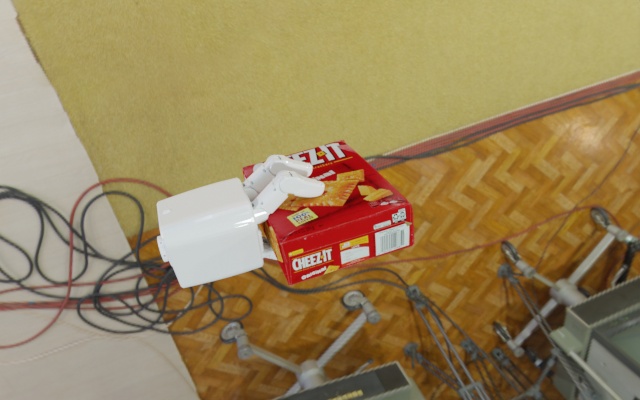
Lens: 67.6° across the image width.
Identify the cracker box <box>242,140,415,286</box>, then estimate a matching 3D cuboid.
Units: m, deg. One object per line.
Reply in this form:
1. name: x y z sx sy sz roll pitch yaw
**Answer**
1. cracker box: 0.000 0.002 0.631 0.164 0.072 0.213 -16 32 -13
